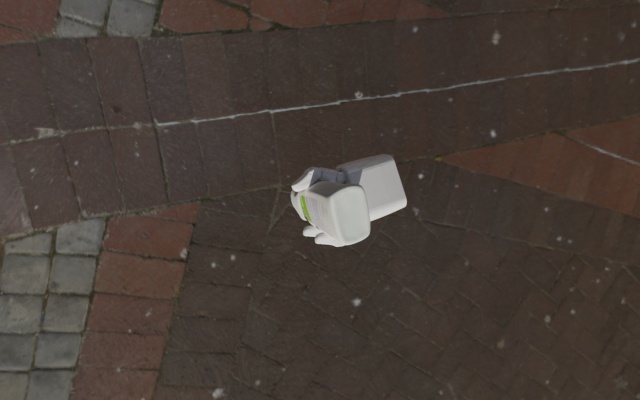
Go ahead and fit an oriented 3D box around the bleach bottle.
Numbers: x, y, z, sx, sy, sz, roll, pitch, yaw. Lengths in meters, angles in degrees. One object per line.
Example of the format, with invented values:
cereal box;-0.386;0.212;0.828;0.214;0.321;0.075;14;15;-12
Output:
bleach bottle;0.000;0.003;0.878;0.068;0.102;0.250;-18;18;-20
